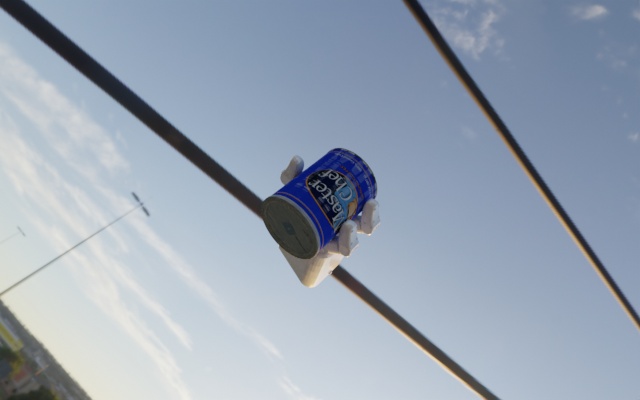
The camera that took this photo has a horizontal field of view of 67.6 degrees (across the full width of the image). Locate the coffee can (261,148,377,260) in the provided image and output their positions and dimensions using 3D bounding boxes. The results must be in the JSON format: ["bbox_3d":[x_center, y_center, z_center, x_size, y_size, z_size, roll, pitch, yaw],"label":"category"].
[{"bbox_3d":[0.000,0.002,0.683,0.103,0.103,0.140,0,32,48],"label":"coffee can"}]
